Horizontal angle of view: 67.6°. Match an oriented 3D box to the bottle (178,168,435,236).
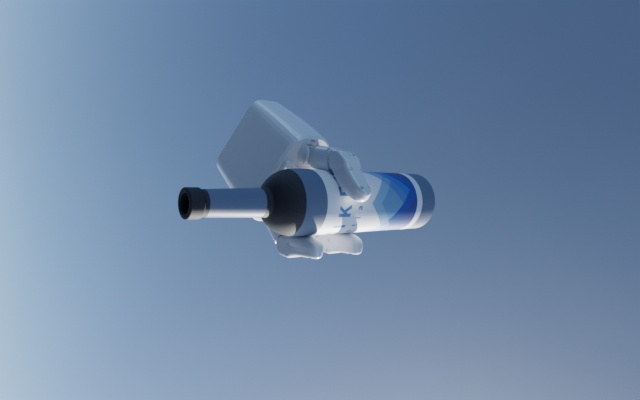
[{"bbox_3d":[0.000,0.002,0.490,0.296,0.069,0.069,0,0,-40],"label":"bottle"}]
